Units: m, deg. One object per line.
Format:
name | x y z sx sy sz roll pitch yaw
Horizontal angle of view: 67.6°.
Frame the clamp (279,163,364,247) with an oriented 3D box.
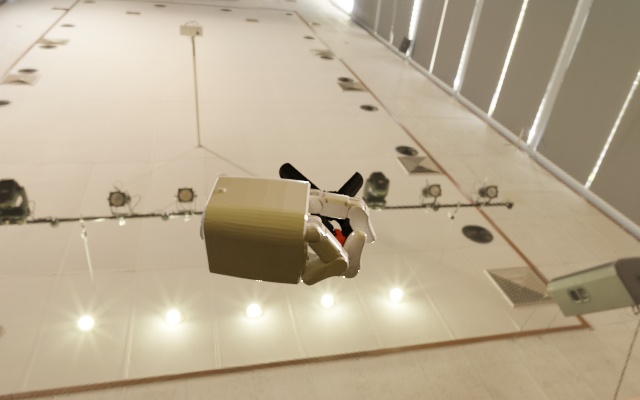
clamp | 0.000 0.003 0.616 0.120 0.039 0.171 6 31 -2
